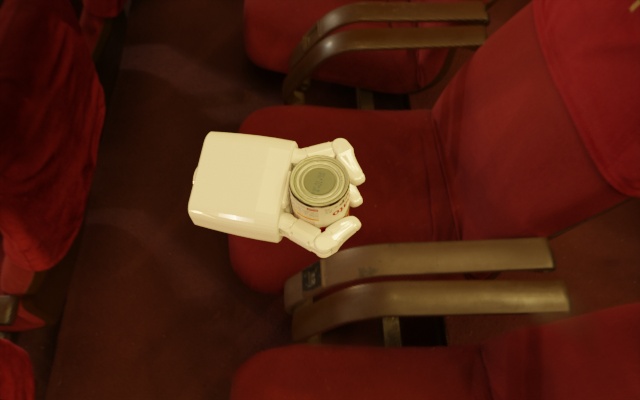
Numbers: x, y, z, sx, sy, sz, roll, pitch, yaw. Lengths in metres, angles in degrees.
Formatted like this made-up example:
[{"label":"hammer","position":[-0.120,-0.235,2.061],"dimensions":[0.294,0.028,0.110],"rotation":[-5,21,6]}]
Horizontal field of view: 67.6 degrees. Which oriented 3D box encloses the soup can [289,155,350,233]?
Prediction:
[{"label":"soup can","position":[0.001,0.002,0.555],"dimensions":[0.068,0.068,0.102],"rotation":[0,-29,2]}]
